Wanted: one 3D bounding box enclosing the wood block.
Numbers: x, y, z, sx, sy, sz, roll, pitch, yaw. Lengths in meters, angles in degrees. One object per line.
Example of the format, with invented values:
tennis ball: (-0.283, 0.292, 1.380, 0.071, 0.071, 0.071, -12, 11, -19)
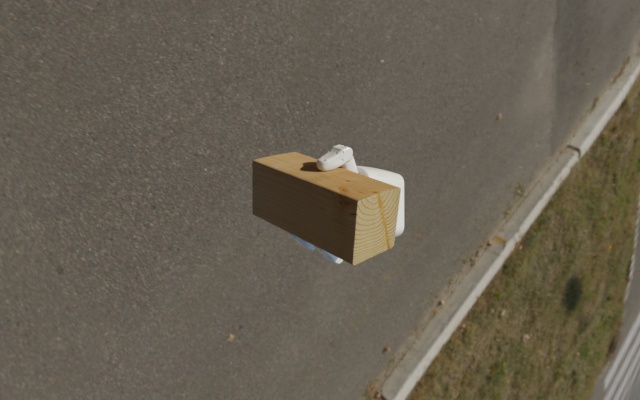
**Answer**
wood block: (0.001, 0.002, 0.678, 0.206, 0.091, 0.090, 22, 27, 40)
